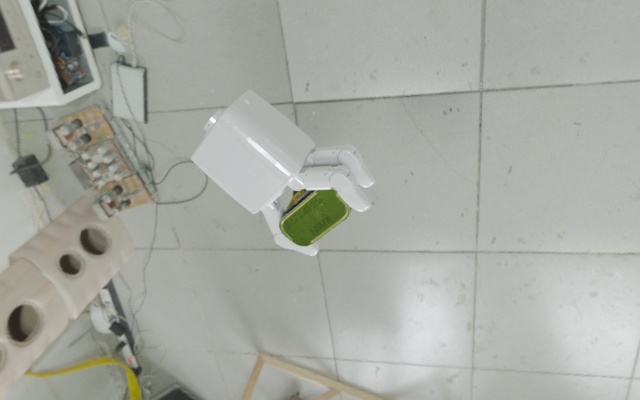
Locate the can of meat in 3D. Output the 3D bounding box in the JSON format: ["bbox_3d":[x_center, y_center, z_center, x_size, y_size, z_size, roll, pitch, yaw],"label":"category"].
[{"bbox_3d":[0.000,0.002,0.607,0.102,0.057,0.084,-40,14,28],"label":"can of meat"}]
